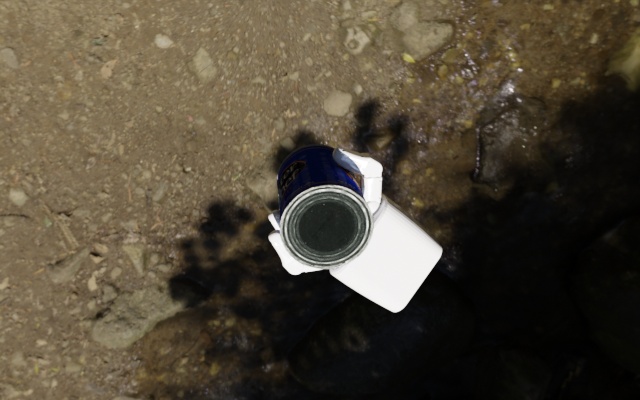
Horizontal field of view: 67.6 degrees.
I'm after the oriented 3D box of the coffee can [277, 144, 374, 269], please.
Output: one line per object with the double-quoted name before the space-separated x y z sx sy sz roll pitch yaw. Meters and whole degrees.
"coffee can" 0.000 0.002 0.574 0.103 0.103 0.140 0 24 -6
